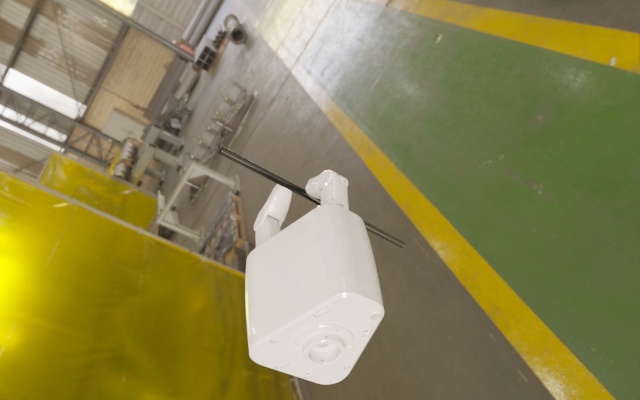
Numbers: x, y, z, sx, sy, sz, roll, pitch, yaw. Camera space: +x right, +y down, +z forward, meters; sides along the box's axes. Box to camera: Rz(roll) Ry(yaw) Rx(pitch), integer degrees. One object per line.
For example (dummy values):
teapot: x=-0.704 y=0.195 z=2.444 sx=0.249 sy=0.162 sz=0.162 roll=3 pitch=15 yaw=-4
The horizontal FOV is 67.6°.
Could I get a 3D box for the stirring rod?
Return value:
stirring rod: x=0.000 y=0.002 z=0.514 sx=0.239 sy=0.011 sz=0.011 roll=28 pitch=-12 yaw=-25
